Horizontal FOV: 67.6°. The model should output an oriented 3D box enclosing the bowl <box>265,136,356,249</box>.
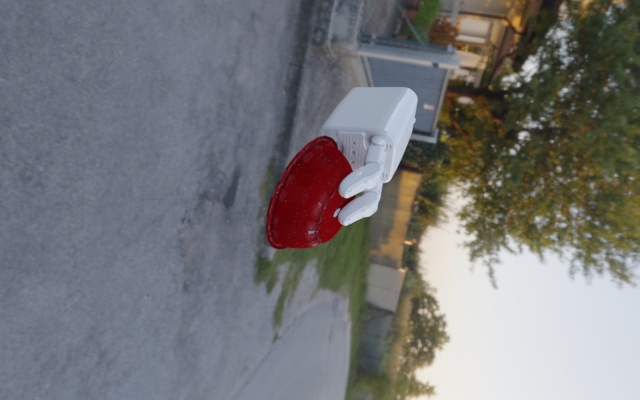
[{"bbox_3d":[0.000,0.003,0.611,0.055,0.162,0.162,28,11,22],"label":"bowl"}]
